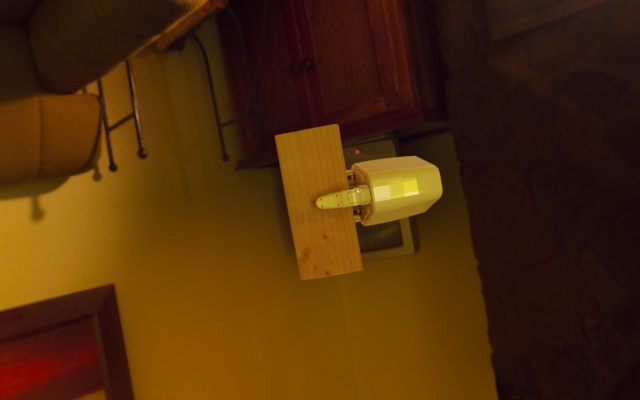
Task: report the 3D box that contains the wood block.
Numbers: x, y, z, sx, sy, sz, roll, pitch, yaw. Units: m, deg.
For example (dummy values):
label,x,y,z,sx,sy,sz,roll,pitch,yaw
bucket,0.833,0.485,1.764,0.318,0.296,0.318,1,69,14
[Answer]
label,x,y,z,sx,sy,sz,roll,pitch,yaw
wood block,0.001,0.002,0.698,0.090,0.206,0.091,-10,1,4
